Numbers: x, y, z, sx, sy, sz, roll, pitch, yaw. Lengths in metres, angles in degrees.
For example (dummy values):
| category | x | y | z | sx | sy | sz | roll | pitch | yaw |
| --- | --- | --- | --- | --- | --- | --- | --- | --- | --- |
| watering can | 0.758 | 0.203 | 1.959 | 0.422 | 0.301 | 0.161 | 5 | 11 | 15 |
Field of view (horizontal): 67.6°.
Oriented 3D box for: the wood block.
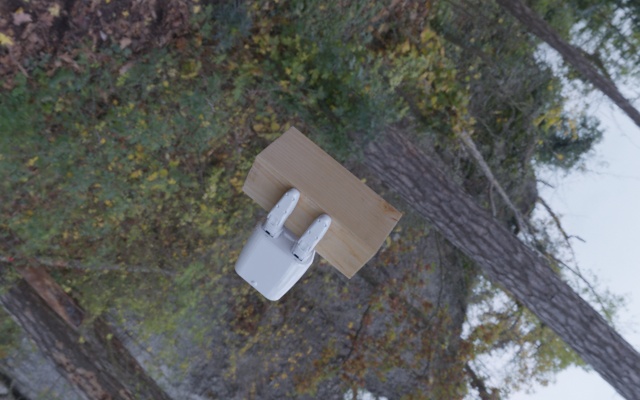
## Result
| category | x | y | z | sx | sy | sz | roll | pitch | yaw |
| --- | --- | --- | --- | --- | --- | --- | --- | --- | --- |
| wood block | 0.000 | 0.002 | 0.694 | 0.090 | 0.206 | 0.090 | -48 | -5 | -40 |
